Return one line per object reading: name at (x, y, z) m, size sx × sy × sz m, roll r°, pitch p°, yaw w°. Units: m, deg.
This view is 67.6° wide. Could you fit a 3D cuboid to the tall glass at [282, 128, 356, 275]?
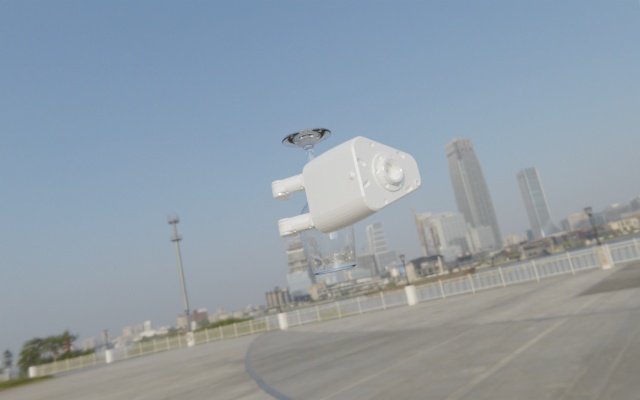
tall glass at (0.000, 0.002, 0.687) m, size 0.079 × 0.201 × 0.079 m, roll -12°, pitch -11°, yaw -2°
